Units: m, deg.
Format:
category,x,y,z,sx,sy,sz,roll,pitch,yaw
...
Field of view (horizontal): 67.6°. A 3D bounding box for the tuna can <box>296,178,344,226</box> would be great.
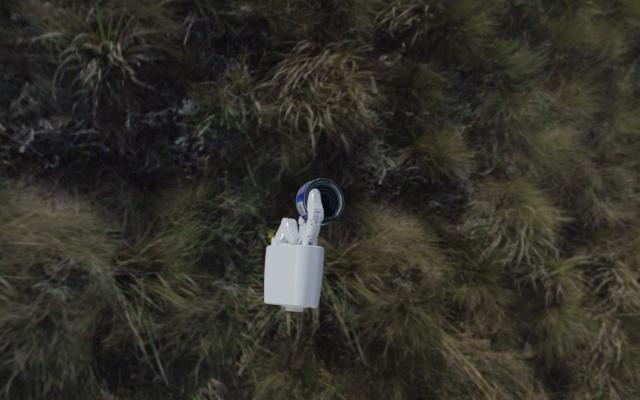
category,x,y,z,sx,sy,sz,roll,pitch,yaw
tuna can,0.000,0.003,0.882,0.086,0.086,0.034,0,-11,-27
